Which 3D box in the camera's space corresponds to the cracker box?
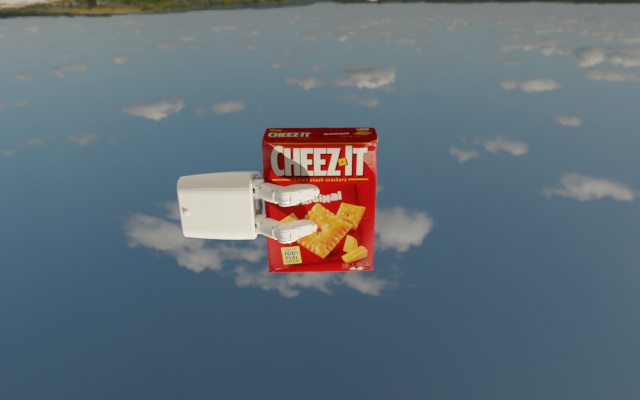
[{"bbox_3d":[0.000,0.002,0.718,0.164,0.214,0.072,0,23,0],"label":"cracker box"}]
